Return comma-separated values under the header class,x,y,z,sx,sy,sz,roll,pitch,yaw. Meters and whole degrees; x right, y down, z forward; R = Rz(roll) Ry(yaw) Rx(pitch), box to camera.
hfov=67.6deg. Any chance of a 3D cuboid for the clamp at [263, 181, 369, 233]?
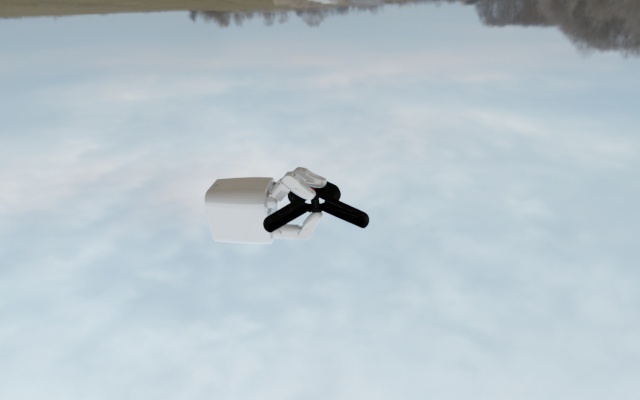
class,x,y,z,sx,sy,sz,roll,pitch,yaw
clamp,0.000,0.003,0.819,0.164,0.036,0.210,1,22,5
